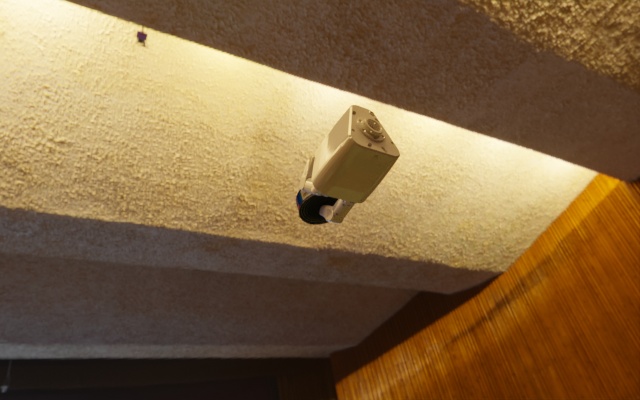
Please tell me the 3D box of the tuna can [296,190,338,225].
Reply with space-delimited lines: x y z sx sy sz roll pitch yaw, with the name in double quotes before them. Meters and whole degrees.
"tuna can" 0.000 0.002 0.843 0.086 0.033 0.086 -11 -40 -9
